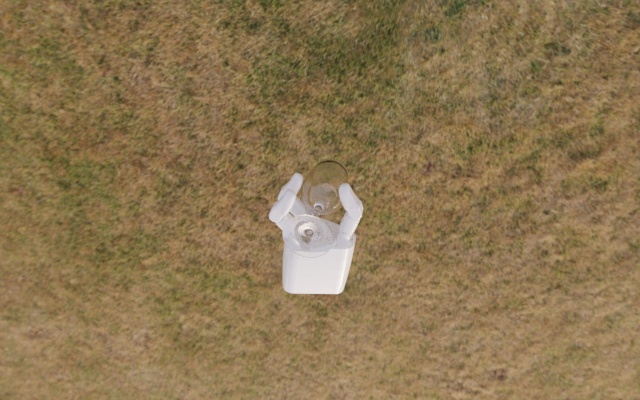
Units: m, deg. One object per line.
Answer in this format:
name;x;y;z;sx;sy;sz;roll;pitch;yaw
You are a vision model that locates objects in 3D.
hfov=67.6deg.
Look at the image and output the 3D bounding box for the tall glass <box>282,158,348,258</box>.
tall glass;0.000;0.003;0.762;0.079;0.079;0.201;0;30;13
